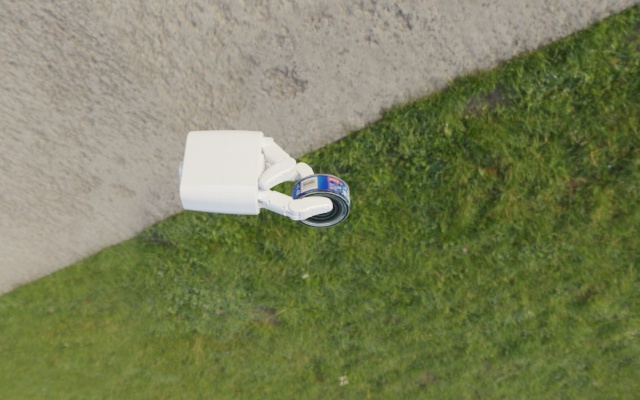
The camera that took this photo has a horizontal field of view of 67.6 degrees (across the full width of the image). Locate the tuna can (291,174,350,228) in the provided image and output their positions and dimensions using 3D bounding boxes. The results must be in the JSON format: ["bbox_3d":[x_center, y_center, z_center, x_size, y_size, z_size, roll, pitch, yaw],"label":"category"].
[{"bbox_3d":[0.000,0.003,0.690,0.086,0.033,0.086,-1,-40,-1],"label":"tuna can"}]
